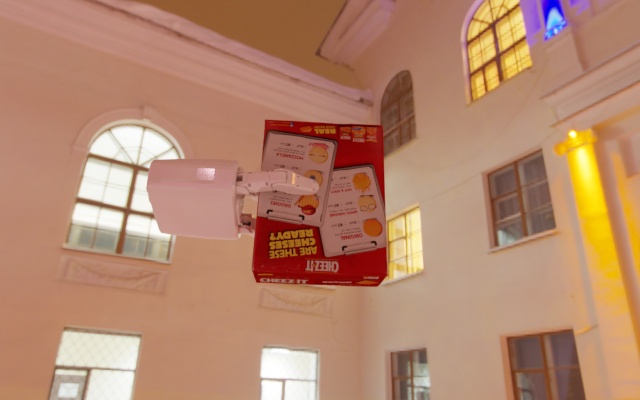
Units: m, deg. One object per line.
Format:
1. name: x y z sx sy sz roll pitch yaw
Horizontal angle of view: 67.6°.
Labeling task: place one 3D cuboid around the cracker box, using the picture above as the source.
1. cracker box: 0.000 0.002 0.633 0.164 0.213 0.072 3 -24 -2
